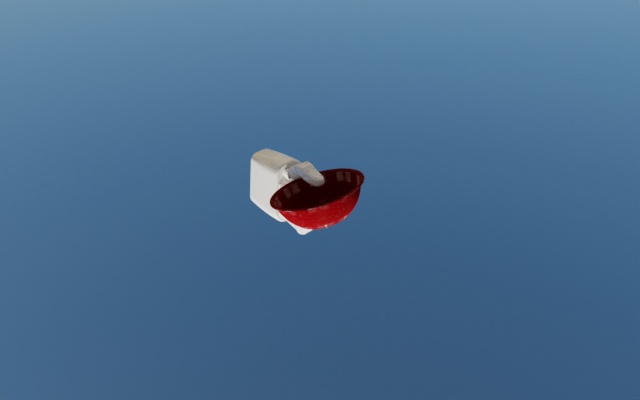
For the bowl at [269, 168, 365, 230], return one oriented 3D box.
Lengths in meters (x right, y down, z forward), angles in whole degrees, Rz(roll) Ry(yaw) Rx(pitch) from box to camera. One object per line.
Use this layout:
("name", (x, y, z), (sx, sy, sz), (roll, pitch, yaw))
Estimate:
("bowl", (0.001, 0.003, 0.791), (0.162, 0.055, 0.162), (-14, 21, 6))
